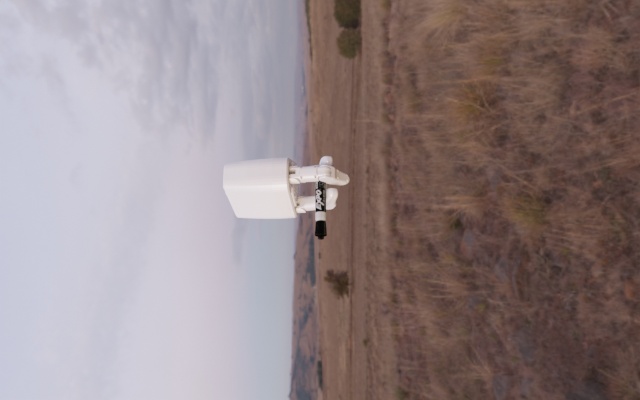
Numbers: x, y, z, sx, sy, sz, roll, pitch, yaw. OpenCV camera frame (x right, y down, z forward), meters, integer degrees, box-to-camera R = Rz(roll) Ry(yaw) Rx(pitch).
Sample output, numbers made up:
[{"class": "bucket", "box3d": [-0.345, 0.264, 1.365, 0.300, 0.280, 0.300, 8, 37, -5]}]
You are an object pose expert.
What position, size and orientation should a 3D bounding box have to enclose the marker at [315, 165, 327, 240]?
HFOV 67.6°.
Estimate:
[{"class": "marker", "box3d": [0.000, 0.002, 0.754, 0.020, 0.121, 0.020, 0, -19, 0]}]
